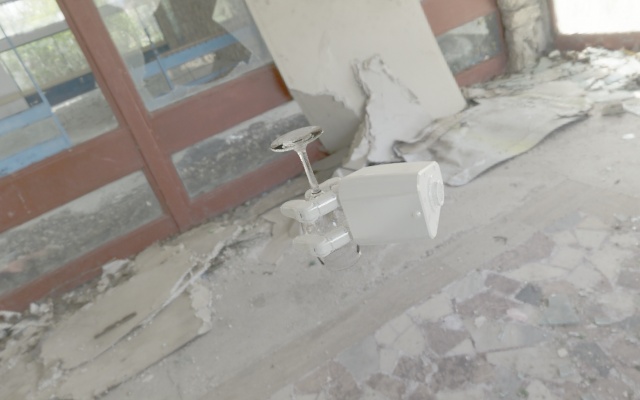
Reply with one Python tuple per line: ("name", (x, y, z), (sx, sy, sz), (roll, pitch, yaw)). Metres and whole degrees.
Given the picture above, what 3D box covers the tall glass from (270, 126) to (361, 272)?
("tall glass", (0.000, 0.002, 0.670), (0.079, 0.201, 0.079), (-16, 25, 8))
